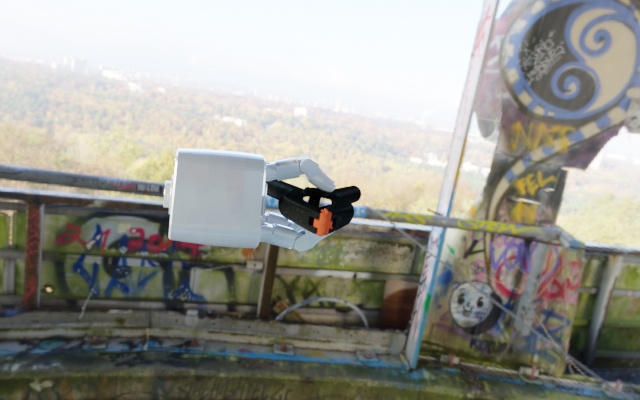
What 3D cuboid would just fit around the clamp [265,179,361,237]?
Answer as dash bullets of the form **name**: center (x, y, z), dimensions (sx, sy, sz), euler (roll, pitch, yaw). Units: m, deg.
- **clamp**: center (0.000, 0.001, 0.629), dimensions (0.164, 0.036, 0.210), euler (5, 13, -16)
